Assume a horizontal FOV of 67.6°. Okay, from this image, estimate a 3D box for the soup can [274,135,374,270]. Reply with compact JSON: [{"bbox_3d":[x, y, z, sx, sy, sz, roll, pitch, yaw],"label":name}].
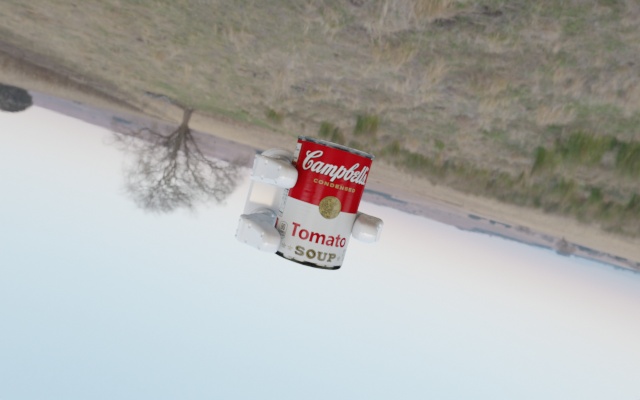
[{"bbox_3d":[0.000,0.002,0.413,0.068,0.102,0.068,16,4,-1],"label":"soup can"}]
